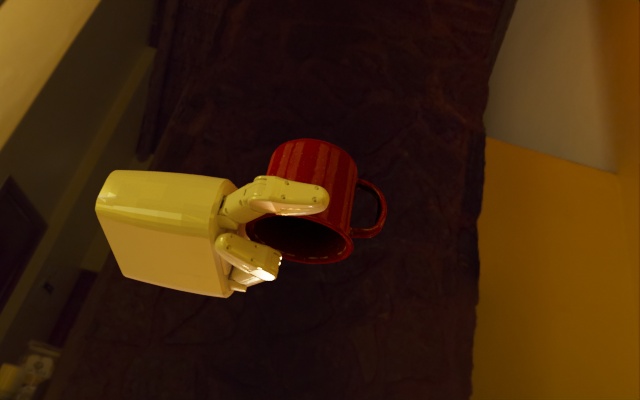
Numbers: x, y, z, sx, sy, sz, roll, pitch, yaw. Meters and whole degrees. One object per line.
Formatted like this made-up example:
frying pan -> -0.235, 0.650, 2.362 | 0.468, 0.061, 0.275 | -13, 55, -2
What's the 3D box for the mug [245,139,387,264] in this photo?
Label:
mug -> 0.002, 0.001, 0.421 | 0.117, 0.081, 0.093 | 7, -30, 8
